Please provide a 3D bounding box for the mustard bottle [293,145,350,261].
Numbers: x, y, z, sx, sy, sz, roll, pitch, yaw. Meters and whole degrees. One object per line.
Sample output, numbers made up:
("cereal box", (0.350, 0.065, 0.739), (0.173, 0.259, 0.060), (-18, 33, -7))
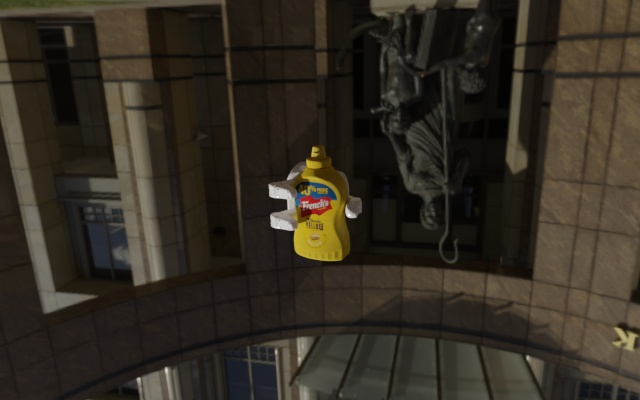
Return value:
("mustard bottle", (0.000, 0.003, 0.805), (0.096, 0.192, 0.058), (7, 19, 27))
